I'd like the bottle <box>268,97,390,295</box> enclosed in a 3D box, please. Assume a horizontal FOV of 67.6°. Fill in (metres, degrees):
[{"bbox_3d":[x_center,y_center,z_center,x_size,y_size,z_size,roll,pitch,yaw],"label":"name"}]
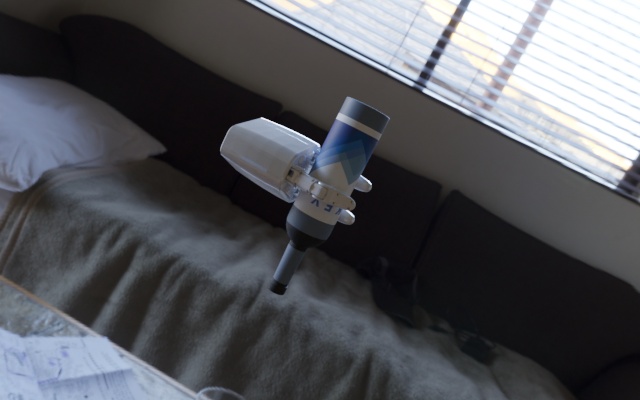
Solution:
[{"bbox_3d":[0.000,0.002,0.679,0.069,0.296,0.069,26,9,-4],"label":"bottle"}]
